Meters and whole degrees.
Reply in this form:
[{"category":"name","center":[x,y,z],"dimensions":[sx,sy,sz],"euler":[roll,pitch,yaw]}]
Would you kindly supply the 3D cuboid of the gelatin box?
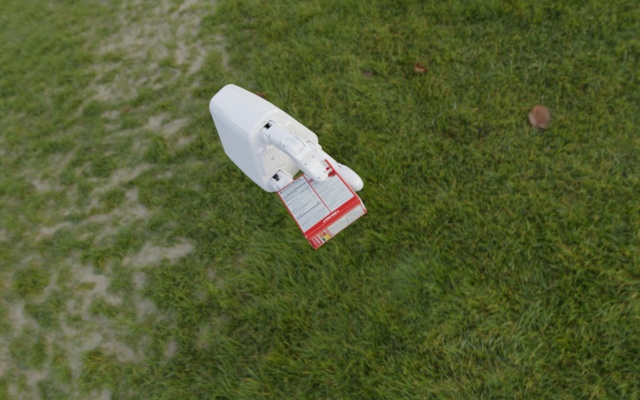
[{"category":"gelatin box","center":[0.000,0.002,0.554],"dimensions":[0.089,0.073,0.030],"euler":[53,-1,44]}]
